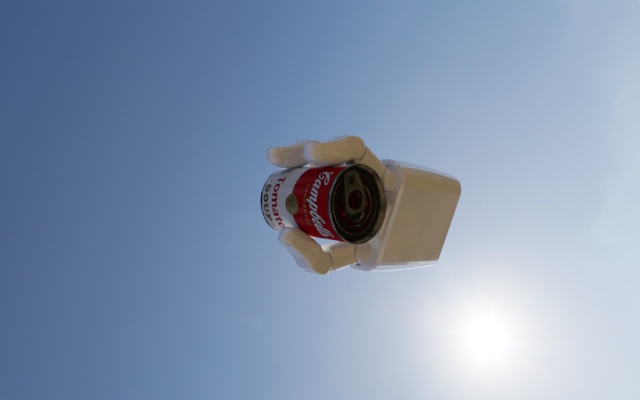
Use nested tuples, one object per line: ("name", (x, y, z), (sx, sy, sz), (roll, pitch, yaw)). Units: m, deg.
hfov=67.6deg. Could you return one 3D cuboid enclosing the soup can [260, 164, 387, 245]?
("soup can", (-0.001, 0.002, 0.437), (0.068, 0.068, 0.102), (0, 2, -41))
